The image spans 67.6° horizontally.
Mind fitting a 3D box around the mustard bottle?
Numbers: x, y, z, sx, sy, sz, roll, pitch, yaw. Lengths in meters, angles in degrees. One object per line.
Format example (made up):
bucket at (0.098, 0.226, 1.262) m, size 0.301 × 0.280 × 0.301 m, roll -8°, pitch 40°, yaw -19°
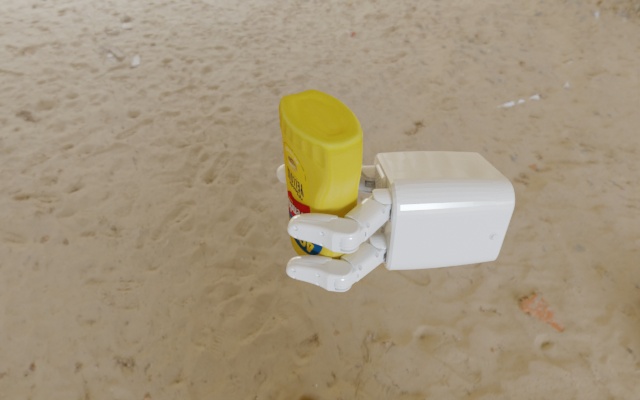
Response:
mustard bottle at (0.000, 0.001, 0.448) m, size 0.058 × 0.192 × 0.096 m, roll -20°, pitch 44°, yaw -20°
